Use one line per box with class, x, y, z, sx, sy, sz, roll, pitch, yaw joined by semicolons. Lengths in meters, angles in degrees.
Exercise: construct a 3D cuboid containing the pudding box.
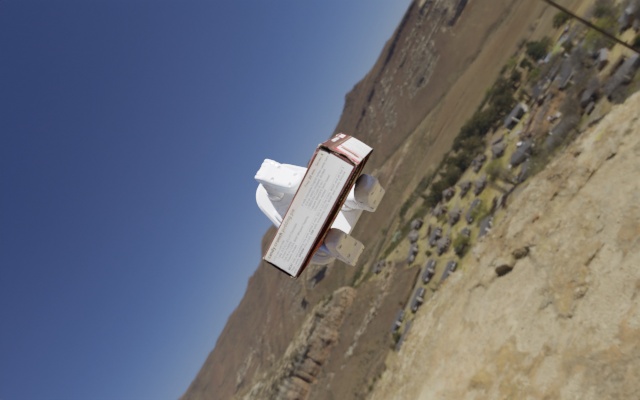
pudding box;0.000;0.001;0.415;0.039;0.113;0.090;27;19;5
